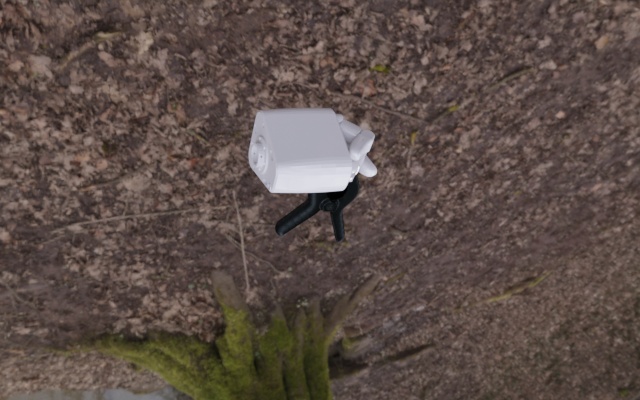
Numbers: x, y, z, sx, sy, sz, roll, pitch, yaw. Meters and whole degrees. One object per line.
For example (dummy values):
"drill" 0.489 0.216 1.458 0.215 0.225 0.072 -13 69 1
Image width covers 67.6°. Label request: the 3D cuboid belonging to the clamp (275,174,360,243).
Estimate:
"clamp" 0.000 0.003 0.734 0.120 0.172 0.039 -2 41 -24
